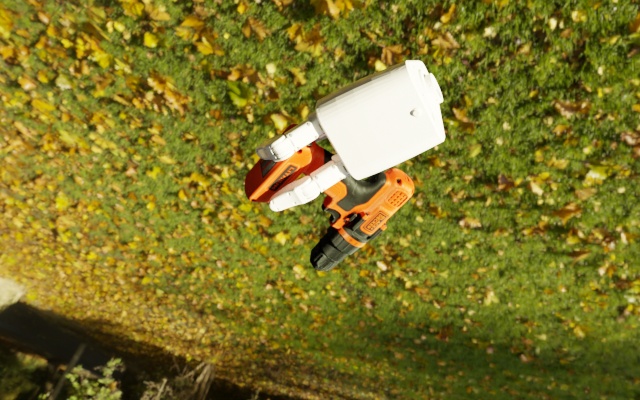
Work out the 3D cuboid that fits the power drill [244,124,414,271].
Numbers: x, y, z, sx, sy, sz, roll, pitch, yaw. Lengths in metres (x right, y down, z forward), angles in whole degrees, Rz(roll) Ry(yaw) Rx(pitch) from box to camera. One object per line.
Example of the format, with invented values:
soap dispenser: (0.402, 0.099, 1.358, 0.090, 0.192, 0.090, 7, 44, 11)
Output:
power drill: (0.000, 0.002, 0.607, 0.188, 0.184, 0.057, 29, 25, -32)
